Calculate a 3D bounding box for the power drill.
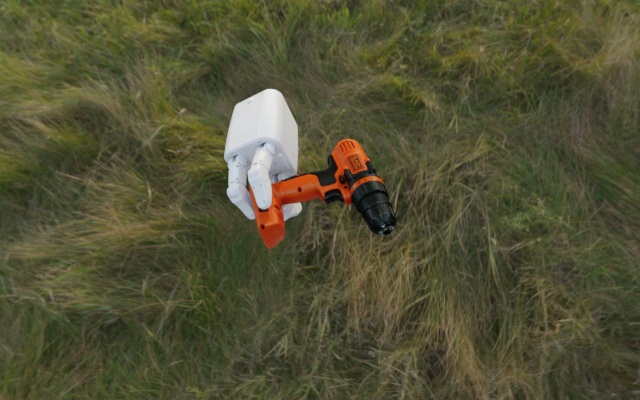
[{"bbox_3d":[0.000,0.002,0.686,0.187,0.057,0.184,-19,45,-2],"label":"power drill"}]
